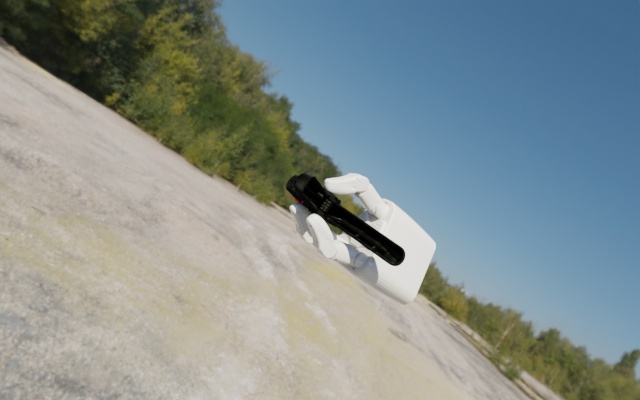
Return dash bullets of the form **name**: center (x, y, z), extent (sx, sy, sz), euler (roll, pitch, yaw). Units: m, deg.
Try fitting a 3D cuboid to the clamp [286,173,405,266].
- **clamp**: center (0.001, 0.001, 0.606), extent (0.165, 0.036, 0.210), euler (40, -5, -30)
